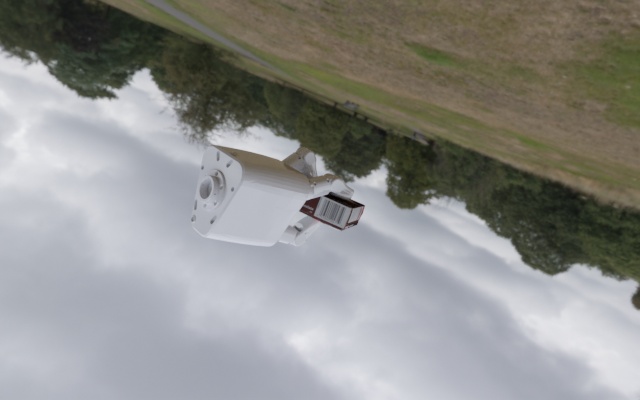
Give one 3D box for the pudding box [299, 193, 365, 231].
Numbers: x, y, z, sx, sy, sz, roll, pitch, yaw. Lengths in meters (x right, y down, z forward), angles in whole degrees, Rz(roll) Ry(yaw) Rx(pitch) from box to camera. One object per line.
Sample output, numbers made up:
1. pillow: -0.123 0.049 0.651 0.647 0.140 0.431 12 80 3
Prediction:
1. pudding box: 0.000 0.002 0.690 0.113 0.039 0.090 26 10 14
